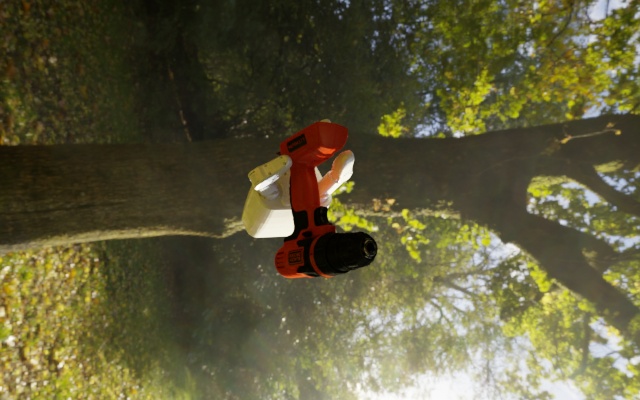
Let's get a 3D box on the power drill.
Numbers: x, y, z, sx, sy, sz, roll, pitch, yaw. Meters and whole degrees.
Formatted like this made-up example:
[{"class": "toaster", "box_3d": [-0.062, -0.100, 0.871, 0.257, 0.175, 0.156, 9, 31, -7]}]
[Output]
[{"class": "power drill", "box_3d": [0.000, 0.002, 0.597, 0.057, 0.187, 0.184, 9, -16, -35]}]
